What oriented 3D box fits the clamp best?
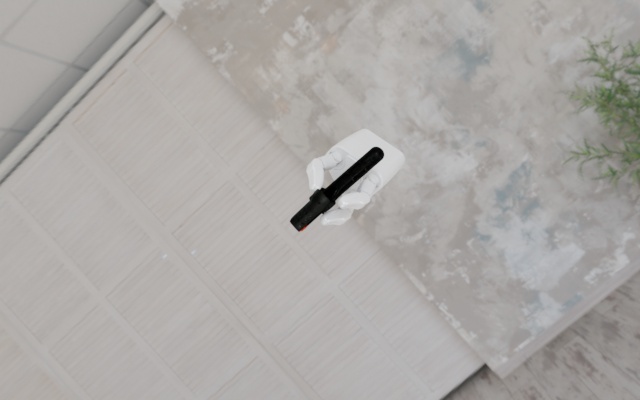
[{"bbox_3d":[-0.001,0.002,0.769,0.164,0.036,0.210,-36,-5,-47],"label":"clamp"}]
